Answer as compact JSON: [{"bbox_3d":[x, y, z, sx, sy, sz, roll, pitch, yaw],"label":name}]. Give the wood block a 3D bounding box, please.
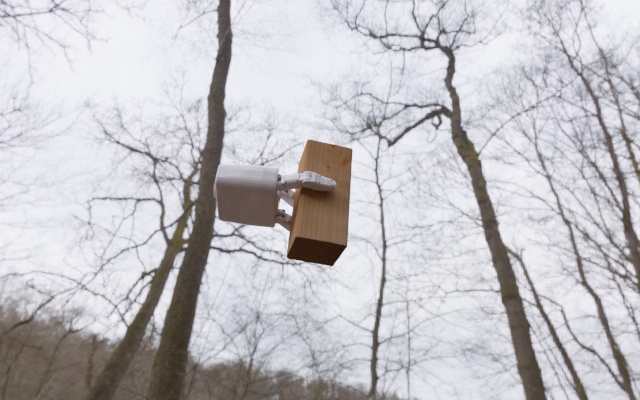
[{"bbox_3d":[0.000,0.003,0.869,0.090,0.206,0.091,11,-32,-10],"label":"wood block"}]
